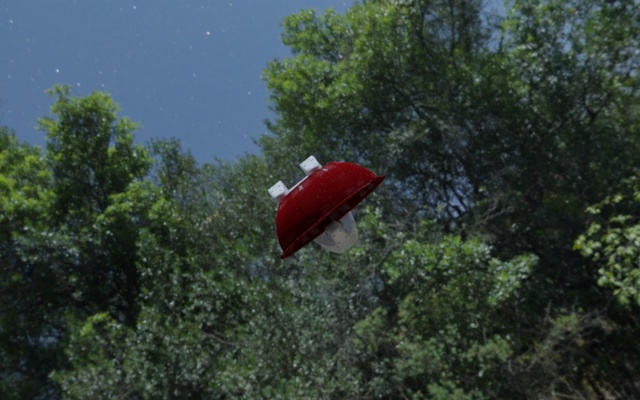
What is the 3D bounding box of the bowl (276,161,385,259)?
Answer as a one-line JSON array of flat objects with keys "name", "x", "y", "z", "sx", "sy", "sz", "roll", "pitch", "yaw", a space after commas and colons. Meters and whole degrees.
[{"name": "bowl", "x": 0.000, "y": 0.001, "z": 0.584, "sx": 0.162, "sy": 0.055, "sz": 0.162, "roll": -38, "pitch": -6, "yaw": -5}]
